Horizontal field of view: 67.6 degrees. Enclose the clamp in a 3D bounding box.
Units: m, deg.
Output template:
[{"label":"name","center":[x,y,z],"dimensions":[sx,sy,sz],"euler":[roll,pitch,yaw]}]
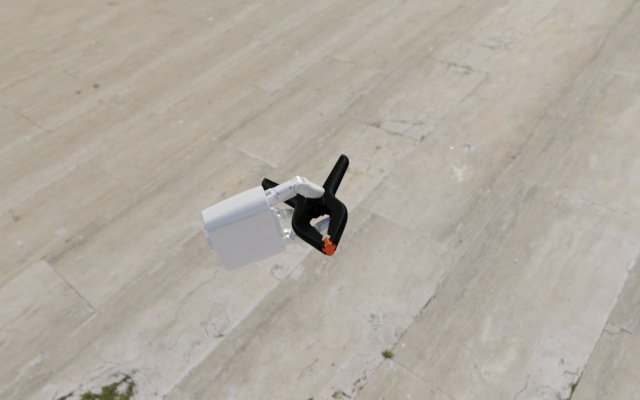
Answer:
[{"label":"clamp","center":[0.000,0.003,0.807],"dimensions":[0.164,0.036,0.209],"euler":[-23,45,-5]}]
